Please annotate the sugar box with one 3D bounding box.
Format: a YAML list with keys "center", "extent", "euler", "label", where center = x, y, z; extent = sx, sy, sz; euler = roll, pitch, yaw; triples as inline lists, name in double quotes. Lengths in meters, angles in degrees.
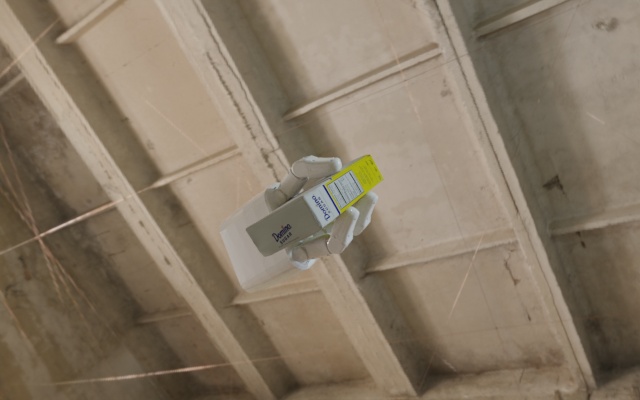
- center: [0.000, 0.002, 0.566]
  extent: [0.093, 0.048, 0.176]
  euler: [-29, 6, 35]
  label: "sugar box"
